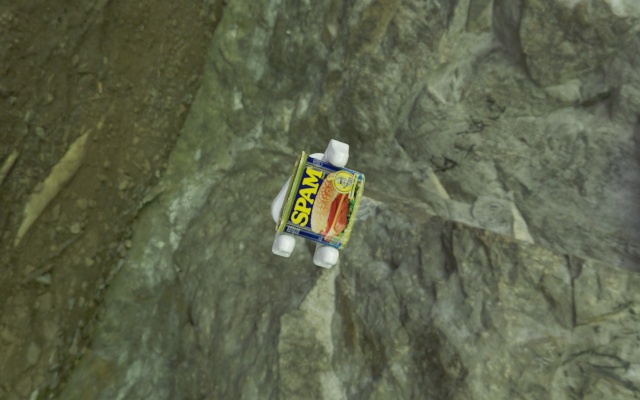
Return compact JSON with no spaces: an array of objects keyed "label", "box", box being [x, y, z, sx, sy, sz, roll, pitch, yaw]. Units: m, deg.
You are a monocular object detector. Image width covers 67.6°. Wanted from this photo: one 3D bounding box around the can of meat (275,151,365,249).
[{"label":"can of meat","box":[0.000,0.002,0.585,0.084,0.102,0.057,18,-4,-9]}]
